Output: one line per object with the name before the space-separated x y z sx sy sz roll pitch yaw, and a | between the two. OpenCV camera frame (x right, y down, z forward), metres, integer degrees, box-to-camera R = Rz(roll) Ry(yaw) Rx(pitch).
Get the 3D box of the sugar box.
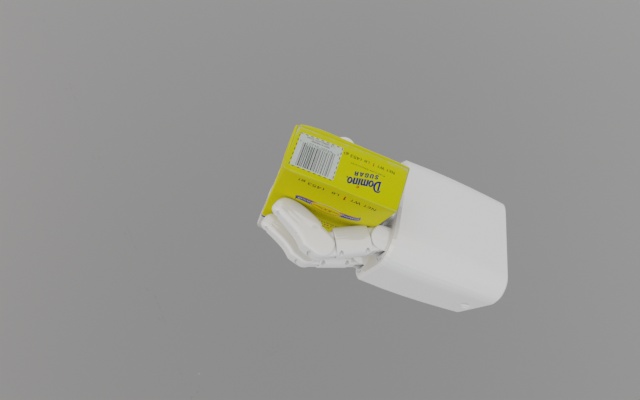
sugar box | 0.000 0.002 0.428 0.093 0.048 0.176 22 -23 -5
